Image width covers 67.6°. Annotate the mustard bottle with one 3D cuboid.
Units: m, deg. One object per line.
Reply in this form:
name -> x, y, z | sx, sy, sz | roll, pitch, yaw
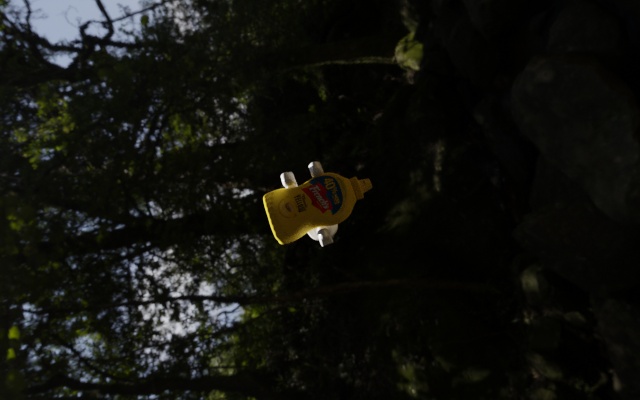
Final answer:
mustard bottle -> 0.000, 0.003, 0.857 | 0.191, 0.096, 0.058 | -20, -26, 1
